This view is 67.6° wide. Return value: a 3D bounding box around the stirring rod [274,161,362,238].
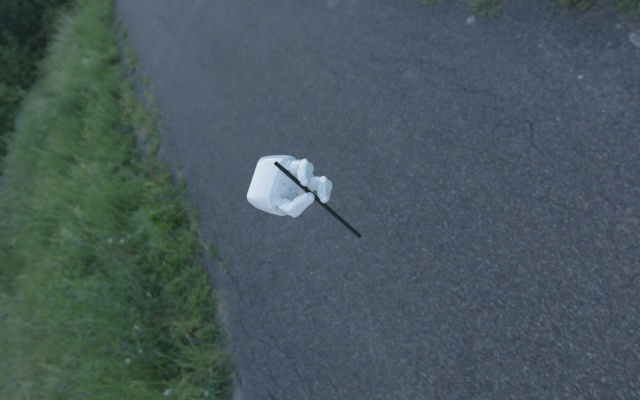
[{"bbox_3d":[0.000,0.003,0.886,0.240,0.011,0.011,41,-24,-31],"label":"stirring rod"}]
